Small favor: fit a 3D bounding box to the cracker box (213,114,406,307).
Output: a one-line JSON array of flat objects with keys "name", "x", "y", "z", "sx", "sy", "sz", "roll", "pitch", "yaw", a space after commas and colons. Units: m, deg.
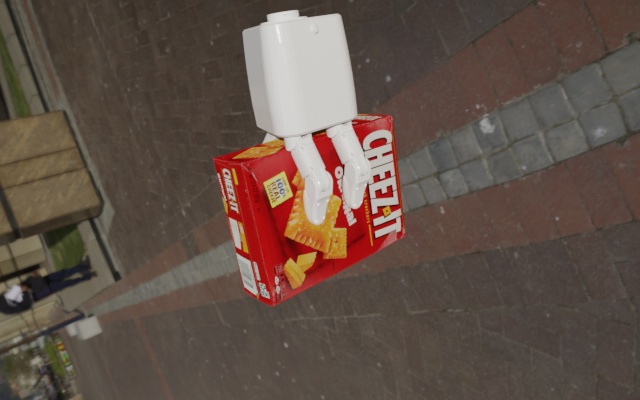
[{"name": "cracker box", "x": 0.000, "y": 0.002, "z": 0.557, "sx": 0.213, "sy": 0.164, "sz": 0.072, "roll": -22, "pitch": 23, "yaw": -33}]
